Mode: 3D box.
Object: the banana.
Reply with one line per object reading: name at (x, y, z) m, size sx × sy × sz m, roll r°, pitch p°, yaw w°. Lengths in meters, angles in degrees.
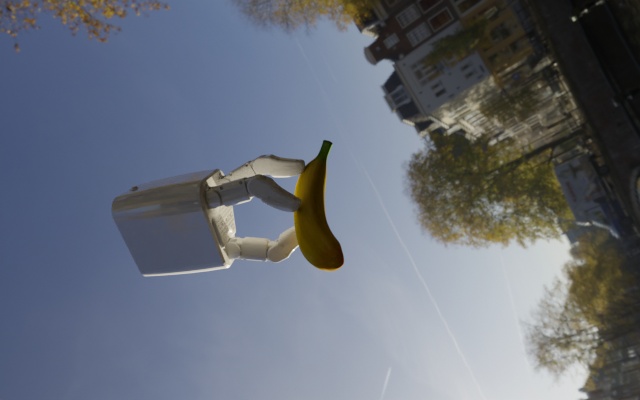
banana at (-0.006, 0.013, 0.512) m, size 0.037 × 0.070 × 0.197 m, roll 11°, pitch 39°, yaw -14°
